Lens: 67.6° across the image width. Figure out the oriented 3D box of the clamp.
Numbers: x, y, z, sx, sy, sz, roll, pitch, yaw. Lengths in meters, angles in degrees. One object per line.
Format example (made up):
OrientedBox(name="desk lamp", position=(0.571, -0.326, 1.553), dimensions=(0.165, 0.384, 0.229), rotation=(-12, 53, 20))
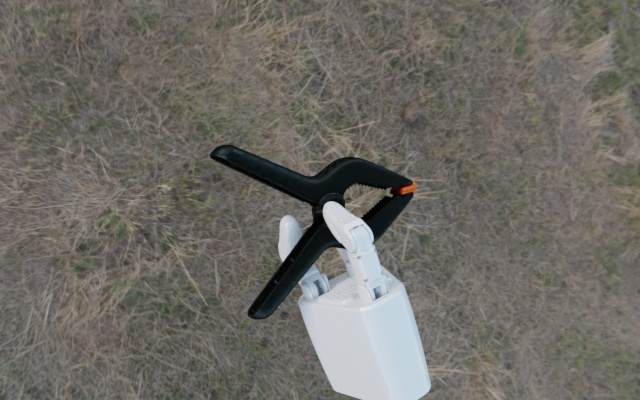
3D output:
OrientedBox(name="clamp", position=(0.001, 0.002, 0.471), dimensions=(0.210, 0.164, 0.036), rotation=(-22, 11, -22))
